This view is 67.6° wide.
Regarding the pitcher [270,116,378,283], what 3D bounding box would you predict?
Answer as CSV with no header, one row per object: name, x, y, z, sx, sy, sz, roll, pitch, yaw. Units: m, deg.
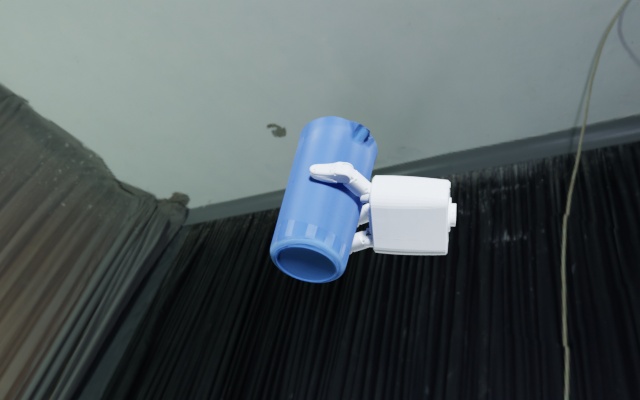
pitcher,0.000,0.002,0.734,0.145,0.242,0.149,3,-40,16
